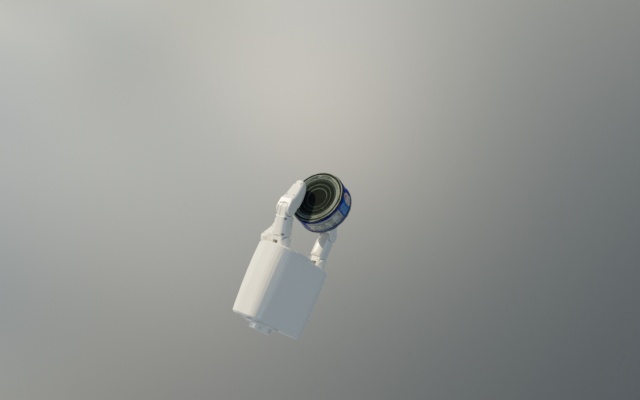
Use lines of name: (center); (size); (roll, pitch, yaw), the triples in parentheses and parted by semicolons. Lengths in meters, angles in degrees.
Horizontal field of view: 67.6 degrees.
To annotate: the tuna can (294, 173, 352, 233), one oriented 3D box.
tuna can: (0.000, 0.002, 0.699); (0.086, 0.086, 0.034); (0, -30, 29)
